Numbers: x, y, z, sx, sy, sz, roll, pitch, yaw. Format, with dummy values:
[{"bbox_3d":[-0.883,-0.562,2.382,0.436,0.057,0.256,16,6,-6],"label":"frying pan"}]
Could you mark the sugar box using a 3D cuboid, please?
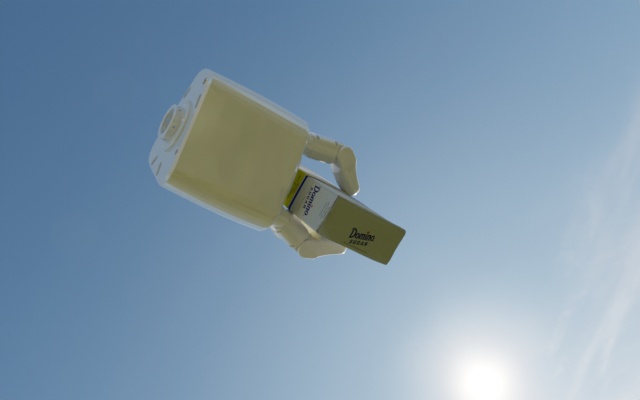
[{"bbox_3d":[0.000,0.002,0.502,0.093,0.048,0.176,27,7,-33],"label":"sugar box"}]
